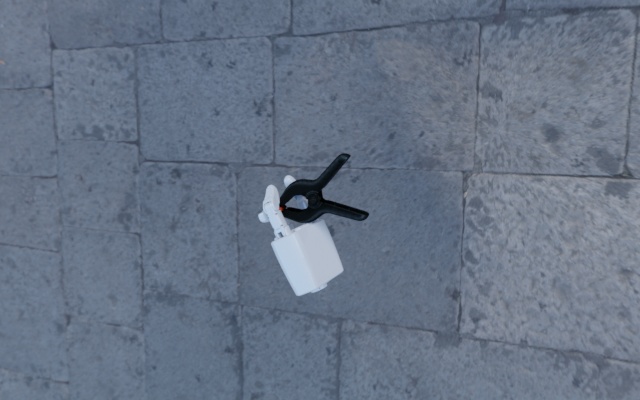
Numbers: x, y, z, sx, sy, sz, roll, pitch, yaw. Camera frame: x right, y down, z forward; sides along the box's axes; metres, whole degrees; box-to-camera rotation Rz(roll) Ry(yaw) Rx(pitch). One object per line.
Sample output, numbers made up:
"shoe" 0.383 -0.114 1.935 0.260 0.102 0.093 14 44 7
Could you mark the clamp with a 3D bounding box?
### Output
"clamp" 0.000 0.003 0.843 0.171 0.120 0.039 -25 -1 22
